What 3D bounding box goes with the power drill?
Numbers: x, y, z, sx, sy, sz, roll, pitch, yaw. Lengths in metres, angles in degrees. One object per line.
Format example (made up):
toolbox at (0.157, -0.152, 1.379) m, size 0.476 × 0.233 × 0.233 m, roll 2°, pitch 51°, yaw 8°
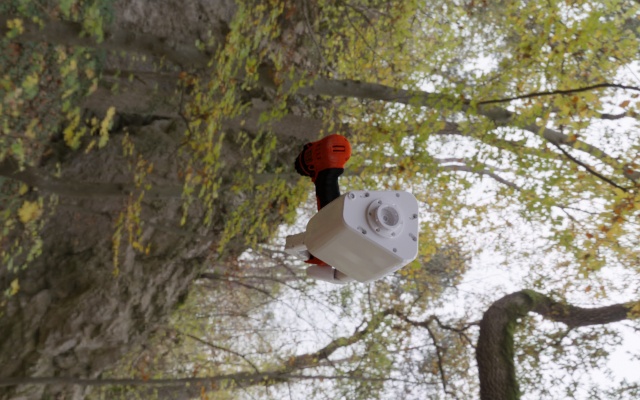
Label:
power drill at (0.000, 0.003, 0.729) m, size 0.057 × 0.187 × 0.184 m, roll -4°, pitch -3°, yaw -16°
